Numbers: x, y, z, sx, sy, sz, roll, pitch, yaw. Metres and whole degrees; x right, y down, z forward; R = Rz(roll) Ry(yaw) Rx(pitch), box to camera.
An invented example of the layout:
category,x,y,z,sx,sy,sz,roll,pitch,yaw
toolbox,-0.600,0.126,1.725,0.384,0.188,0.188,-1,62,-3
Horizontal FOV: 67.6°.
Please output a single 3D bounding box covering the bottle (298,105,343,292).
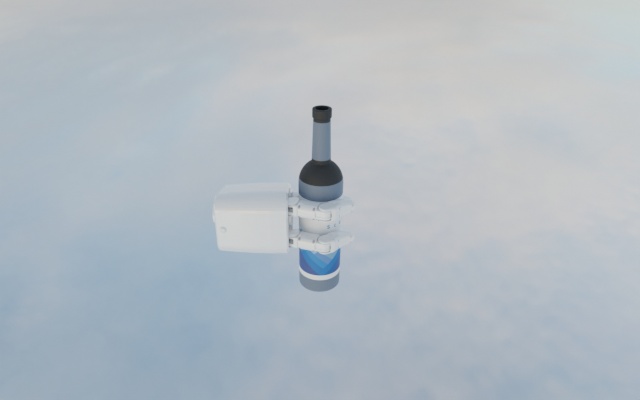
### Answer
category,x,y,z,sx,sy,sz,roll,pitch,yaw
bottle,0.000,0.003,0.723,0.069,0.296,0.069,1,29,0
